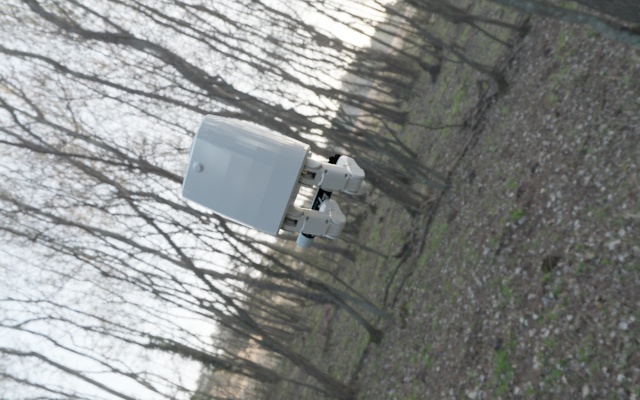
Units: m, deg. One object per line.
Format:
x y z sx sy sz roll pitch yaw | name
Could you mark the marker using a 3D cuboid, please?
0.000 0.002 0.552 0.020 0.121 0.020 18 24 -8 | marker
